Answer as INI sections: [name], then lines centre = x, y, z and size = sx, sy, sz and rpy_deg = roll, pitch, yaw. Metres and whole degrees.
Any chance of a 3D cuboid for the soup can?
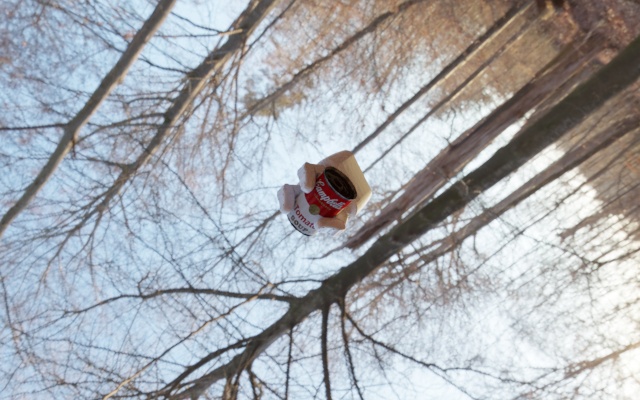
[soup can]
centre = 0.000, 0.003, 0.773
size = 0.102, 0.068, 0.068
rpy_deg = -43, -24, 28
